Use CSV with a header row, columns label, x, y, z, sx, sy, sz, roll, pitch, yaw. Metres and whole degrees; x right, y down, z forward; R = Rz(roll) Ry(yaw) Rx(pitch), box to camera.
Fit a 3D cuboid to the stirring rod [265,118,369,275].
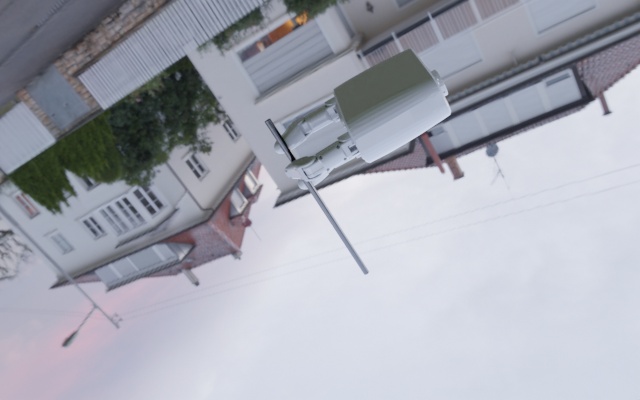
label,x,y,z,sx,sy,sz,roll,pitch,yaw
stirring rod,0.000,0.002,0.592,0.011,0.240,0.011,-28,21,12
